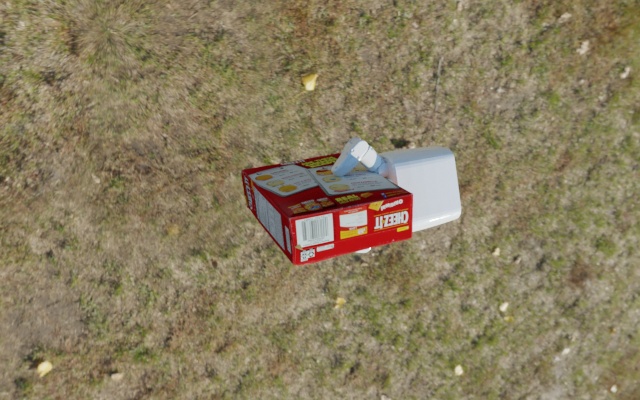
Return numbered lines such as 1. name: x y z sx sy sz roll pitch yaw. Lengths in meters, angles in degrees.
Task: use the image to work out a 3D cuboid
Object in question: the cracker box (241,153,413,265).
1. cracker box: 0.000 0.002 0.653 0.164 0.072 0.213 -11 22 -20
